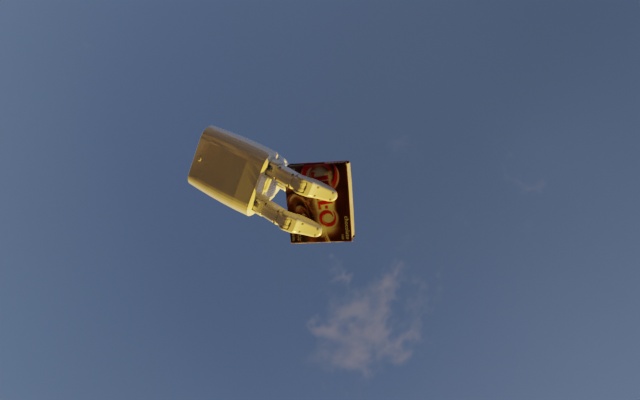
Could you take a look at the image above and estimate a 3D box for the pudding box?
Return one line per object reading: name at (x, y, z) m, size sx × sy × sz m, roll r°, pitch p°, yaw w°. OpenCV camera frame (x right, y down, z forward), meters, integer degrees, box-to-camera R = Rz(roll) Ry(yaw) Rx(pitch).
pudding box at (0.000, 0.002, 0.675) m, size 0.090 × 0.113 × 0.039 m, roll -3°, pitch 10°, yaw 14°
